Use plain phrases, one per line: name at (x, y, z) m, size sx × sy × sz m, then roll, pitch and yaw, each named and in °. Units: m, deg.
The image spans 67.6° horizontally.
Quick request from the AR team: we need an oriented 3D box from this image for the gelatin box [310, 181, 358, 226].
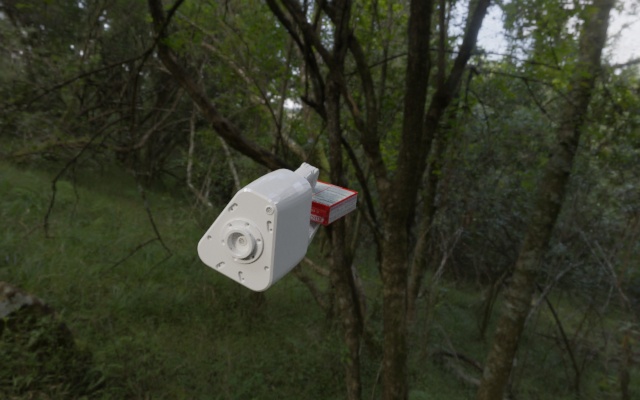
gelatin box at (0.000, 0.002, 0.668) m, size 0.073 × 0.030 × 0.089 m, roll 17°, pitch 23°, yaw 26°
